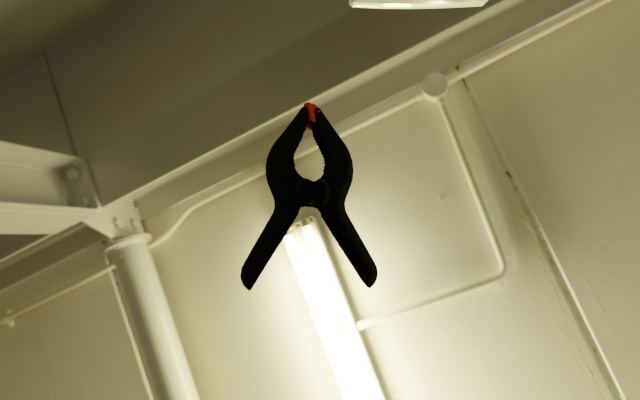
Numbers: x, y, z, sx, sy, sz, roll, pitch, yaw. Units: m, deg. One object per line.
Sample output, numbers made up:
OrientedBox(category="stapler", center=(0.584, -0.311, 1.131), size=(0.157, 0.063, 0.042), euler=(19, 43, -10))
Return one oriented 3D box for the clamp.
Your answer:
OrientedBox(category="clamp", center=(0.000, 0.001, 0.430), size=(0.120, 0.171, 0.039), euler=(10, -6, -15))
